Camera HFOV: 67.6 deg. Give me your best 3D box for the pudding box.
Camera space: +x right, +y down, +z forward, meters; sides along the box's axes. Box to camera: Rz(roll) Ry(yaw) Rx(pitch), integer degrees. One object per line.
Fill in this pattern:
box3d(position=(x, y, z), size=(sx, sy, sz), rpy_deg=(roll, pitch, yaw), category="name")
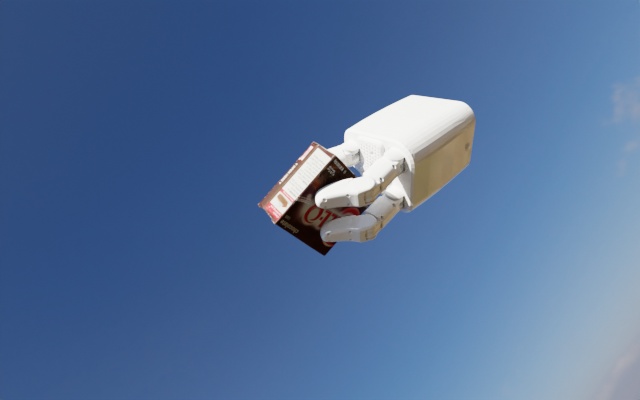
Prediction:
box3d(position=(0.000, 0.002, 0.510), size=(0.039, 0.090, 0.113), rpy_deg=(41, 1, 38), category="pudding box")
